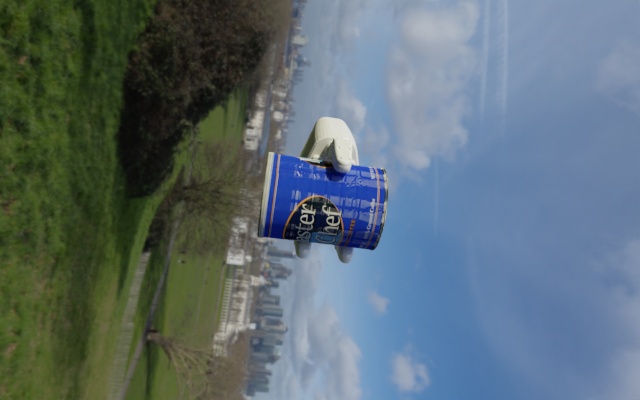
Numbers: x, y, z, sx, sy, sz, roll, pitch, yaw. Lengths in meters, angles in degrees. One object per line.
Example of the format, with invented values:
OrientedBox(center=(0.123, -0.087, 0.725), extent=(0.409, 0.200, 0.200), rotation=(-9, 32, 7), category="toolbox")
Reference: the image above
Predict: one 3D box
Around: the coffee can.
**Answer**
OrientedBox(center=(0.000, 0.002, 0.576), extent=(0.140, 0.103, 0.103), rotation=(7, -1, -6), category="coffee can")
